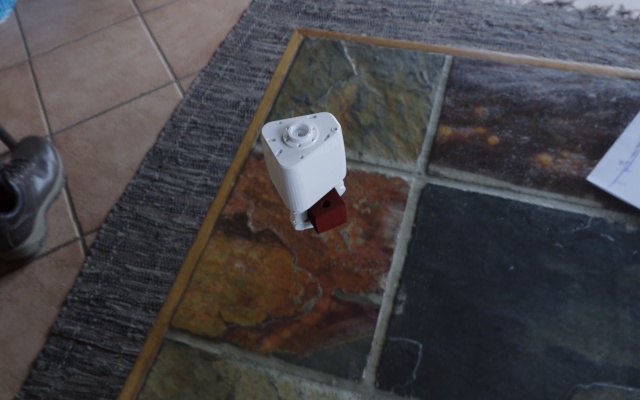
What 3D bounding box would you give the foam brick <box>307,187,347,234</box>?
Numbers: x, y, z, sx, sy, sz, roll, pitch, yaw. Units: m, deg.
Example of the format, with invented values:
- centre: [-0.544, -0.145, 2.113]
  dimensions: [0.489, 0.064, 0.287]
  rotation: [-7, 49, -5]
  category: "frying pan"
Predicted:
- centre: [0.000, 0.003, 0.749]
  dimensions: [0.053, 0.078, 0.051]
  rotation: [-25, -32, -11]
  category: "foam brick"
